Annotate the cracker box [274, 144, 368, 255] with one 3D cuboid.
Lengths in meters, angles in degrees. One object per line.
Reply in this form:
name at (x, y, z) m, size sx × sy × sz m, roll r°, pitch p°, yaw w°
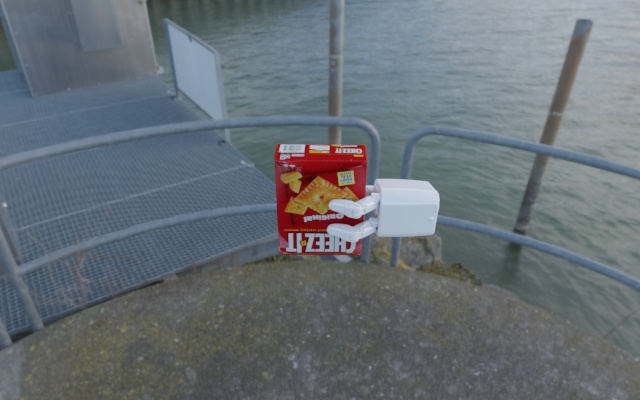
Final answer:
cracker box at (0.000, 0.003, 0.894) m, size 0.164 × 0.214 × 0.072 m, roll 1°, pitch 33°, yaw 1°
